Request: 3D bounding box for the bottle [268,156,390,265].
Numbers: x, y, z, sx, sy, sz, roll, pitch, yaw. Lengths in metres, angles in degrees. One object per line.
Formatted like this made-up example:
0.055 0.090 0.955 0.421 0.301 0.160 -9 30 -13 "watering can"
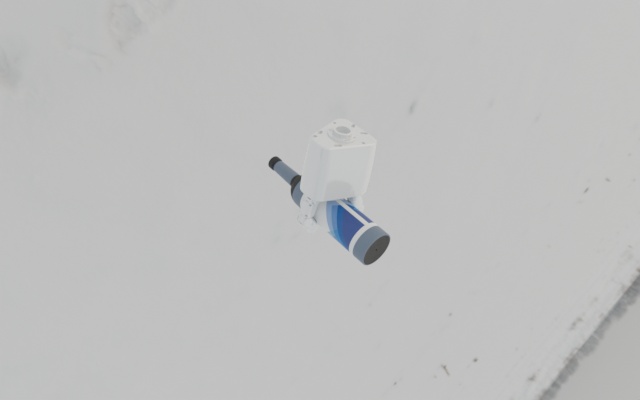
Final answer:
0.000 0.003 0.881 0.295 0.069 0.069 40 24 32 "bottle"
